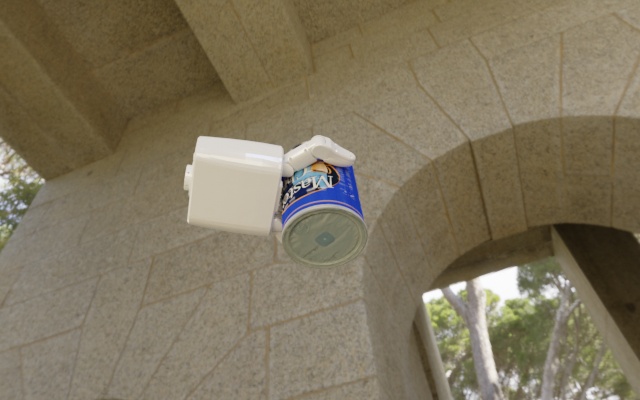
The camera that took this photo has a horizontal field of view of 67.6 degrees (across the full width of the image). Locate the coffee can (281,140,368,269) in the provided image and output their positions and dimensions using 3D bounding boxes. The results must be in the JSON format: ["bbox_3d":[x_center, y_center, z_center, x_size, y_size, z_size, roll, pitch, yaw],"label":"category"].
[{"bbox_3d":[0.000,0.002,0.617,0.103,0.103,0.140,0,40,-6],"label":"coffee can"}]
